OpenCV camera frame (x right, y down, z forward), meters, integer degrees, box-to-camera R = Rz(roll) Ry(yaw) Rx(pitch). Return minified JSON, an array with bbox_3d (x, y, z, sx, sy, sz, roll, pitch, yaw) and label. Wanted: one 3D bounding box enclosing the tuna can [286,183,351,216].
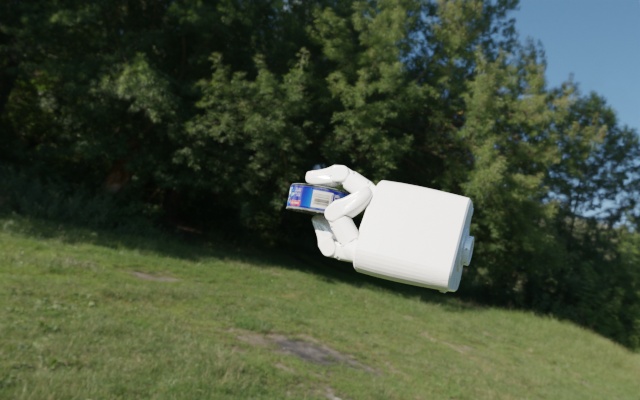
[{"bbox_3d":[0.000,0.001,0.624,0.086,0.034,0.086,10,-4,1],"label":"tuna can"}]
